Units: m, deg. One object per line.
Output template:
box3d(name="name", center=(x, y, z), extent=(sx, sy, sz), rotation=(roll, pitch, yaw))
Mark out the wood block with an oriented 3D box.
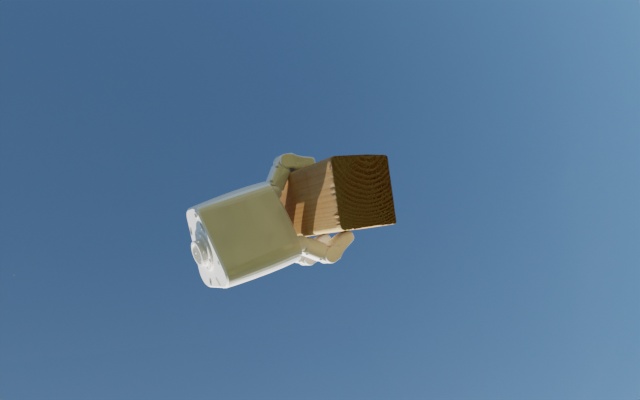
box3d(name="wood block", center=(0.000, 0.002, 0.664), extent=(0.090, 0.091, 0.206), rotation=(-5, -5, -33))
